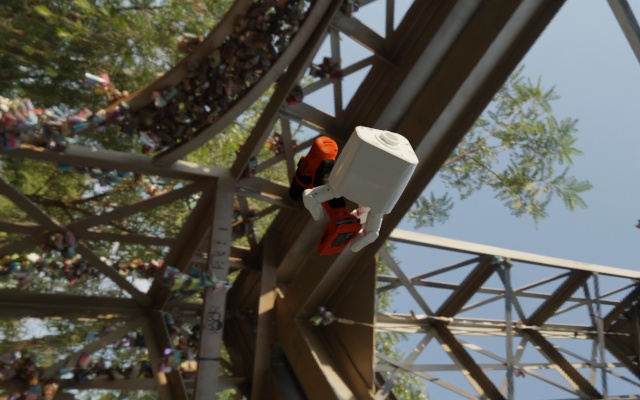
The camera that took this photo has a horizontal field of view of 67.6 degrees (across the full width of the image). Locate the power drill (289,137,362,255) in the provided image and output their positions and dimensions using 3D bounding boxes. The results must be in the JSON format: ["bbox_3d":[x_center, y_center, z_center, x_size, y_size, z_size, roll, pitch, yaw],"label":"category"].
[{"bbox_3d":[0.000,0.003,0.893,0.057,0.187,0.184,-8,-28,-27],"label":"power drill"}]
